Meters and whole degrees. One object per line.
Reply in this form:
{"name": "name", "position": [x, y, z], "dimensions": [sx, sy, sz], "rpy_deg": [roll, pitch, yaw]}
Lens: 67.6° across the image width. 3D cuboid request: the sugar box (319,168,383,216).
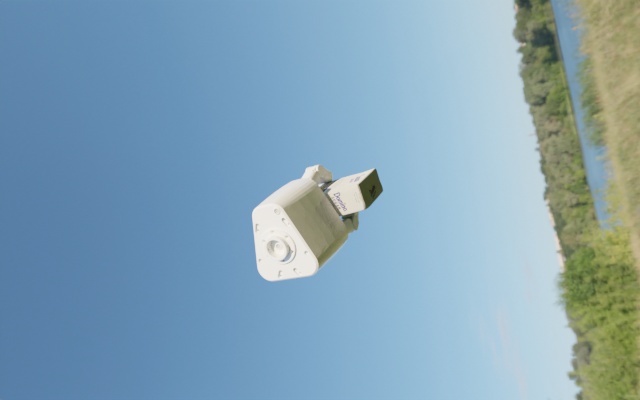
{"name": "sugar box", "position": [0.000, 0.003, 0.736], "dimensions": [0.176, 0.048, 0.093], "rpy_deg": [-13, 13, 27]}
